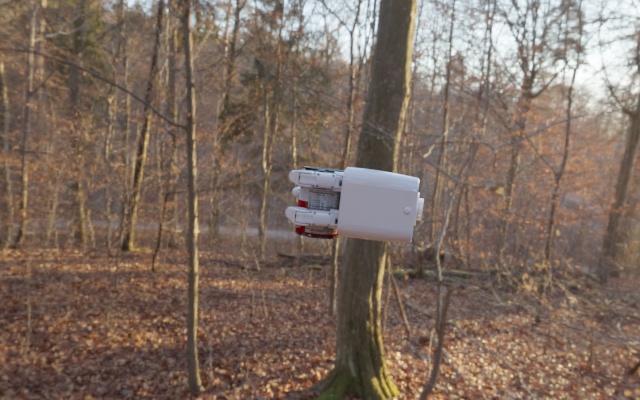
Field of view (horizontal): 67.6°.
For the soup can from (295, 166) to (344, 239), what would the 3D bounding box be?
[{"bbox_3d":[0.000,0.002,0.724,0.068,0.102,0.068,6,6,-1],"label":"soup can"}]
